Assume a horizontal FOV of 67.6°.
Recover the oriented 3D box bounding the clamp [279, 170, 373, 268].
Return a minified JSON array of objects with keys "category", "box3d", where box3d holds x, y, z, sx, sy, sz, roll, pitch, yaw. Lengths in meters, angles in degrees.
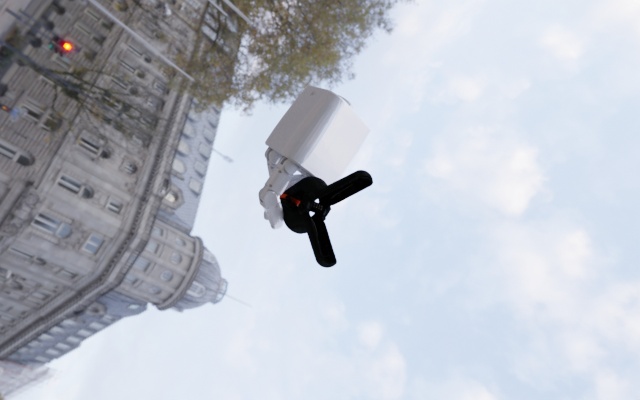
[{"category":"clamp","box3d":[0.000,0.002,0.607,0.039,0.120,0.171,34,0,-33]}]
